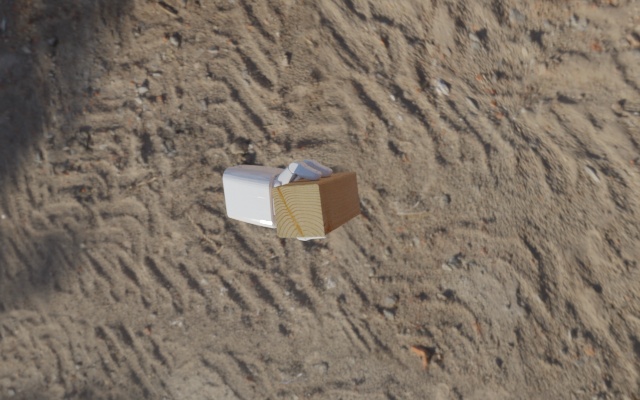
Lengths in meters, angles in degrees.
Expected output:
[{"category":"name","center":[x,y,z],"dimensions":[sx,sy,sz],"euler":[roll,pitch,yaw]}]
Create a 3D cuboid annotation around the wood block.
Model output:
[{"category":"wood block","center":[0.000,0.003,0.895],"dimensions":[0.090,0.091,0.206],"euler":[-3,8,22]}]
